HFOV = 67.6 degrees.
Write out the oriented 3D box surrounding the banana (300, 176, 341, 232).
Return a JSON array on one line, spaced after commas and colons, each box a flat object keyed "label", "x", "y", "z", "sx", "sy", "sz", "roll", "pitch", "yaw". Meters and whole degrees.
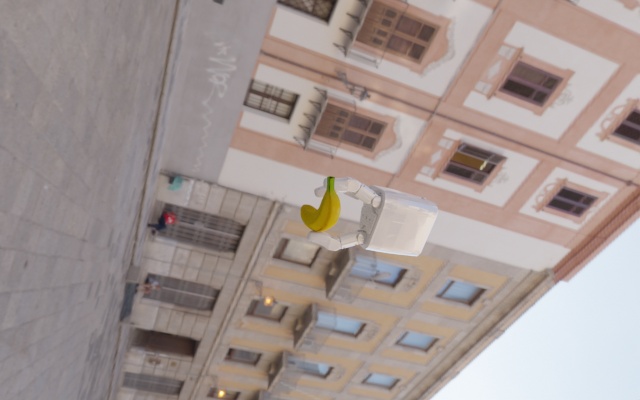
[{"label": "banana", "x": 0.000, "y": 0.020, "z": 0.810, "sx": 0.037, "sy": 0.069, "sz": 0.198, "roll": 7, "pitch": -16, "yaw": -15}]
